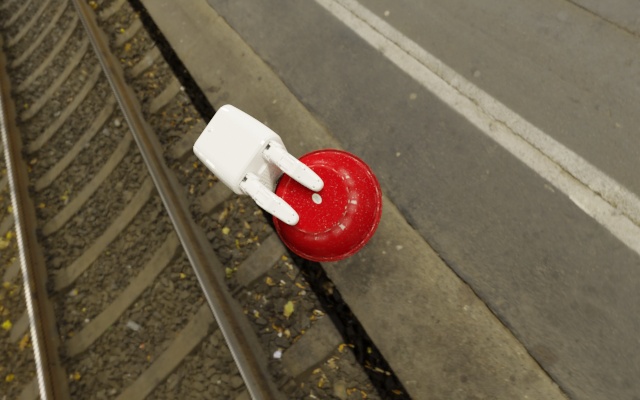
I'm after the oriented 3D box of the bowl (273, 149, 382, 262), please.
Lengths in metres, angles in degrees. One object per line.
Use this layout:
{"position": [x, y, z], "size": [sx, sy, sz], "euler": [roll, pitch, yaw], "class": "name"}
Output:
{"position": [0.001, 0.003, 0.648], "size": [0.162, 0.162, 0.055], "euler": [0, -8, 16], "class": "bowl"}
